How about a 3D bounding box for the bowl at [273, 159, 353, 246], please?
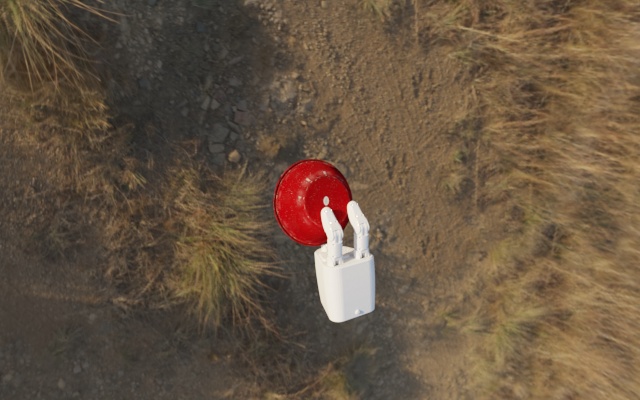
[{"bbox_3d":[0.000,0.002,0.856,0.162,0.162,0.055,0,-2,-27],"label":"bowl"}]
